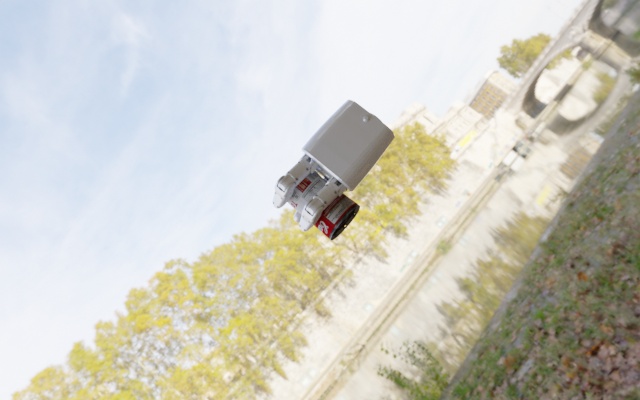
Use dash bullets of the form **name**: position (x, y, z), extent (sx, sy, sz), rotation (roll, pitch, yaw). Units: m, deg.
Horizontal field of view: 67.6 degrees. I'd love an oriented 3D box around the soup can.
- **soup can**: position (0.000, 0.003, 0.726), extent (0.102, 0.068, 0.068), rotation (40, 11, 13)
